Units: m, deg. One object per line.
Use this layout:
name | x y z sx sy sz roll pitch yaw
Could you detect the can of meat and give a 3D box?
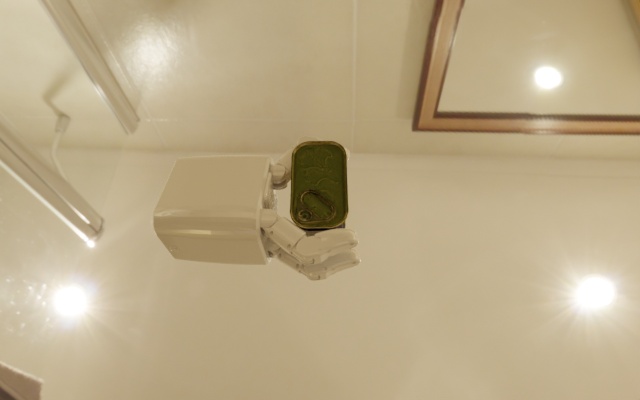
can of meat | 0.000 0.002 0.514 0.057 0.102 0.084 -1 -29 2
